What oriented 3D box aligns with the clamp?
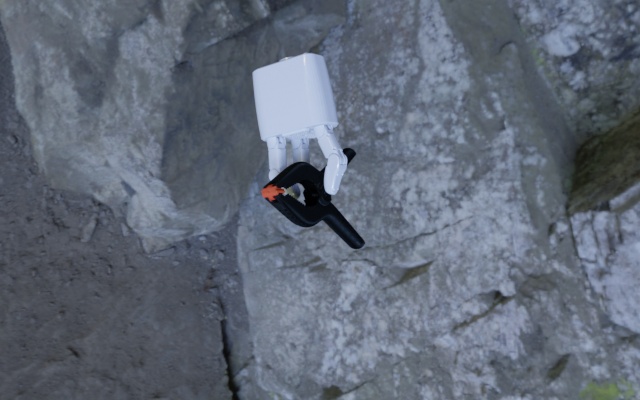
[{"bbox_3d":[0.000,0.002,0.706,0.036,0.164,0.210,-12,-3,38],"label":"clamp"}]
